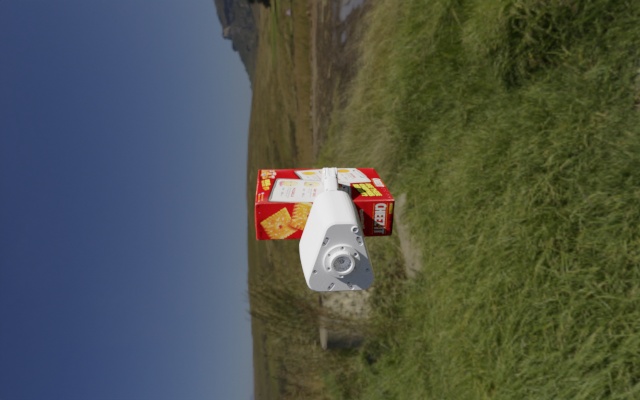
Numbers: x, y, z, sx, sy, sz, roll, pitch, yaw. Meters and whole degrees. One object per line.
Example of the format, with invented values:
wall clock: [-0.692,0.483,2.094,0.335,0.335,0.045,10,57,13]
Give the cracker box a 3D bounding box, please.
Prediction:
cracker box: [0.000,0.002,0.803,0.214,0.072,0.164,-1,22,-5]
